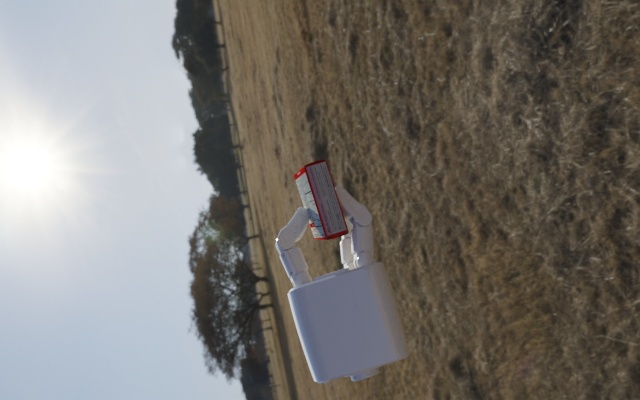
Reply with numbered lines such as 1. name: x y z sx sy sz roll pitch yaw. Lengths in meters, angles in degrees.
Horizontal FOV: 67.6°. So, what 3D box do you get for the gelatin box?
1. gelatin box: 0.000 0.002 0.563 0.030 0.089 0.073 -18 -1 -13
